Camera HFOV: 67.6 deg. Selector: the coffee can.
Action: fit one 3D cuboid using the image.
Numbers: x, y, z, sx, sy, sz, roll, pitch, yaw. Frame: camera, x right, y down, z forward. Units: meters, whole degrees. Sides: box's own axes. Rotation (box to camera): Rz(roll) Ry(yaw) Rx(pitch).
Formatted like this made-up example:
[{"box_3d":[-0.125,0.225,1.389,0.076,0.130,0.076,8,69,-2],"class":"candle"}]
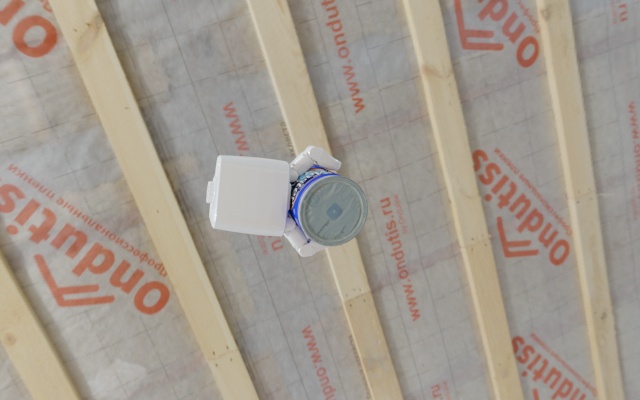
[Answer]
[{"box_3d":[0.000,0.002,0.740,0.103,0.103,0.140,0,11,-17],"class":"coffee can"}]
